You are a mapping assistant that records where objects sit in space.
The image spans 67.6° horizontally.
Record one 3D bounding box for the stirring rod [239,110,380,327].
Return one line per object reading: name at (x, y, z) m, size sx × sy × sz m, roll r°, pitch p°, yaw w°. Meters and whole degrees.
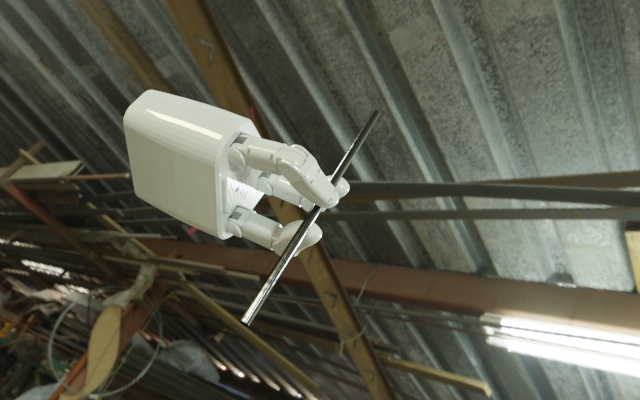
stirring rod at (0.000, 0.001, 0.403) m, size 0.011 × 0.239 × 0.011 m, roll 22°, pitch -33°, yaw 15°
